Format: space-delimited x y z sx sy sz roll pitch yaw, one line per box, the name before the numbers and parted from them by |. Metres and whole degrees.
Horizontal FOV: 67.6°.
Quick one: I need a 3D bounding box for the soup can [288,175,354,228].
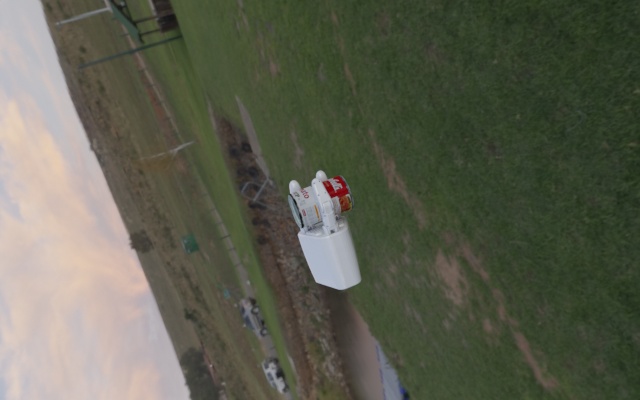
soup can | 0.000 0.002 0.865 0.102 0.068 0.068 -20 4 -12
